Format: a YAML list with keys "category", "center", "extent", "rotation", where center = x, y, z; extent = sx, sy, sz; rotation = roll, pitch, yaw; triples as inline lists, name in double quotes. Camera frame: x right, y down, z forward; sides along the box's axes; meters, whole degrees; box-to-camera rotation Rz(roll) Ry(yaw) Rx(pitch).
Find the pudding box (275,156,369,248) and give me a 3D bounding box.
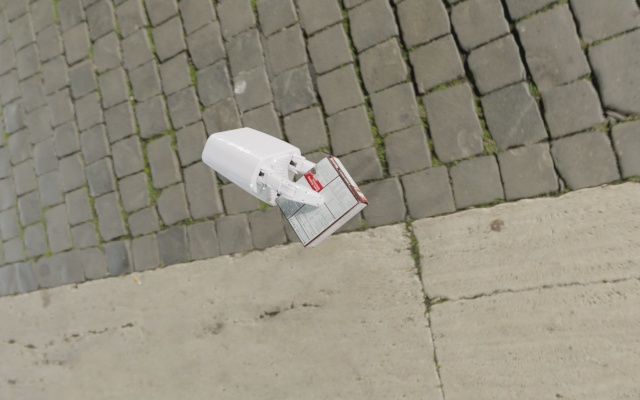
- category: "pudding box"
  center: [0.000, 0.002, 0.701]
  extent: [0.113, 0.090, 0.039]
  rotation: [-40, -18, 20]
